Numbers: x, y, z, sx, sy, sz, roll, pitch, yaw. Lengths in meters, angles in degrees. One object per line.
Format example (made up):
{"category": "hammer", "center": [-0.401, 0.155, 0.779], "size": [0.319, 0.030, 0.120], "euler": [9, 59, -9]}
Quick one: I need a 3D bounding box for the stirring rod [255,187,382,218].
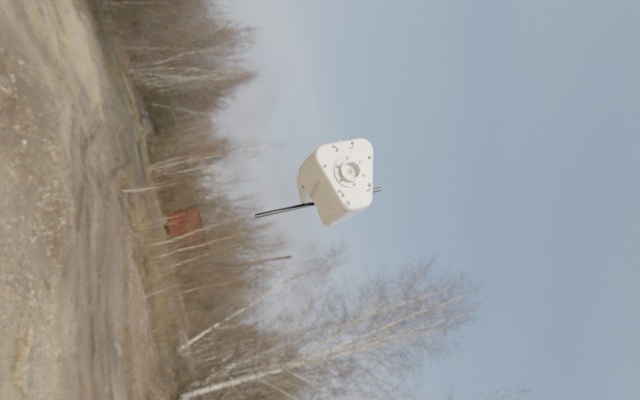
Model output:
{"category": "stirring rod", "center": [0.000, 0.003, 0.864], "size": [0.239, 0.011, 0.011], "euler": [-12, 3, -16]}
